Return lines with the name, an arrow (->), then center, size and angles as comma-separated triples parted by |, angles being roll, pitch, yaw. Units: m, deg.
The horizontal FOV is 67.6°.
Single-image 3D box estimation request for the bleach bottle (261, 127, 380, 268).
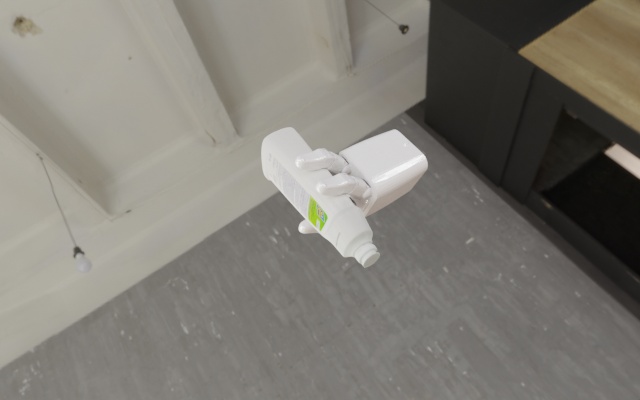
bleach bottle -> 0.000, 0.002, 0.710 | 0.068, 0.250, 0.103 | -27, -33, -20
